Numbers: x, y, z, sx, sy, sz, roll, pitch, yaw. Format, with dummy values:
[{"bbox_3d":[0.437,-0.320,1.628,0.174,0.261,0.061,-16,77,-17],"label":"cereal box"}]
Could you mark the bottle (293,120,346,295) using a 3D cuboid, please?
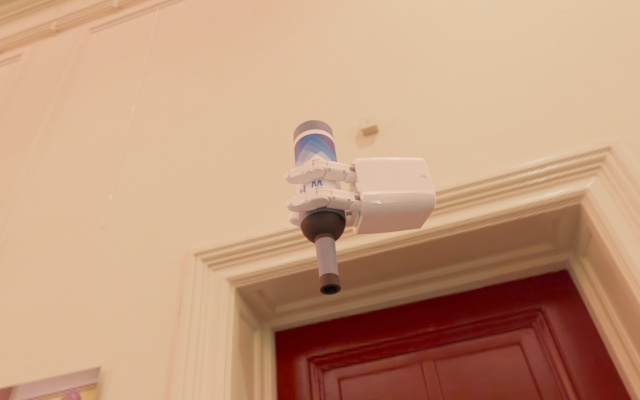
[{"bbox_3d":[0.000,0.002,0.704,0.069,0.295,0.069,-4,-40,-3],"label":"bottle"}]
